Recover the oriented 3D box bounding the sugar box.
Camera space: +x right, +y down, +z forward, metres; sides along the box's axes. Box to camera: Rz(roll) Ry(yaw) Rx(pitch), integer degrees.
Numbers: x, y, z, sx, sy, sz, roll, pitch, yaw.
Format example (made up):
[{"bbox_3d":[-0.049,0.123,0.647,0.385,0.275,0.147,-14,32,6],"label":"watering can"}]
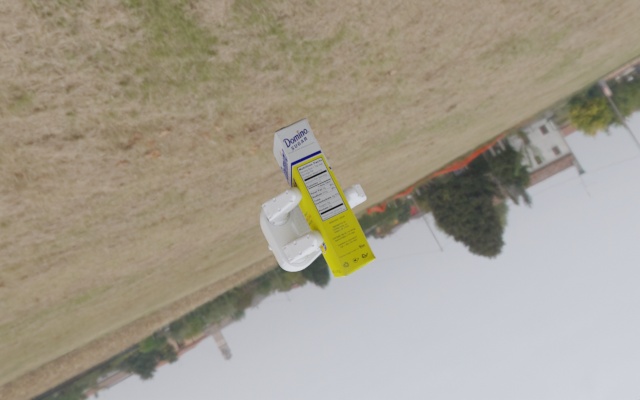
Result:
[{"bbox_3d":[0.000,0.002,0.557,0.048,0.176,0.093,-28,-6,-11],"label":"sugar box"}]
